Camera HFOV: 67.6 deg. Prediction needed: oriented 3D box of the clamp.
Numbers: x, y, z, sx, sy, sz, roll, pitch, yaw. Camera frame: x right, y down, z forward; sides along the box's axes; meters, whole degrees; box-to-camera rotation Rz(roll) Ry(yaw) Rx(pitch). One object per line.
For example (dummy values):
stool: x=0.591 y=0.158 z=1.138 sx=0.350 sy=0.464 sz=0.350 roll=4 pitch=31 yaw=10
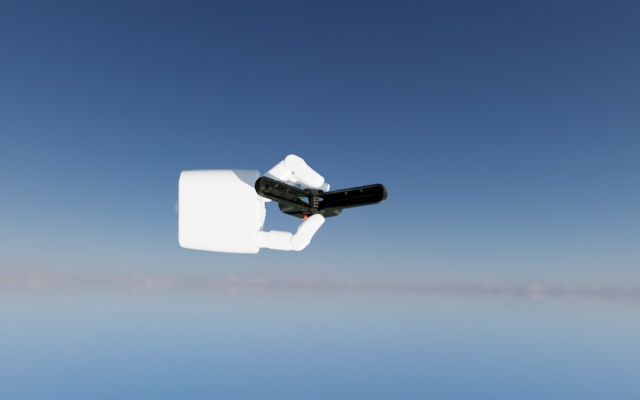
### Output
clamp: x=0.000 y=0.003 z=0.672 sx=0.164 sy=0.036 sz=0.210 roll=3 pitch=-10 yaw=-1
